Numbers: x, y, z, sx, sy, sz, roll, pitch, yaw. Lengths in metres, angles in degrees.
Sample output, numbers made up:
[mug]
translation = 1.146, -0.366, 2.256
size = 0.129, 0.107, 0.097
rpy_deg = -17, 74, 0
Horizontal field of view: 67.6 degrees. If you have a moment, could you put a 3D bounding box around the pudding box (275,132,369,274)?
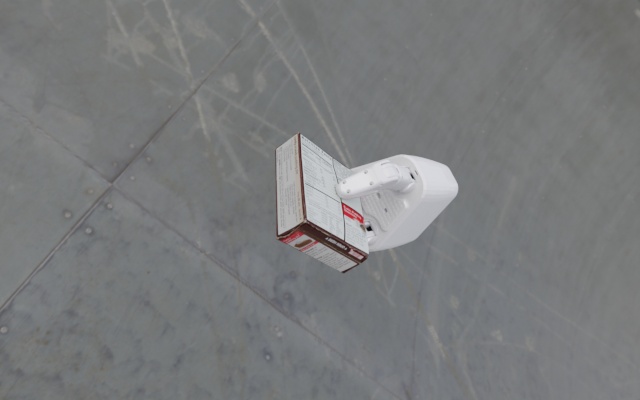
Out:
[pudding box]
translation = 0.000, 0.001, 0.458
size = 0.039, 0.113, 0.090
rpy_deg = -35, -48, 29
